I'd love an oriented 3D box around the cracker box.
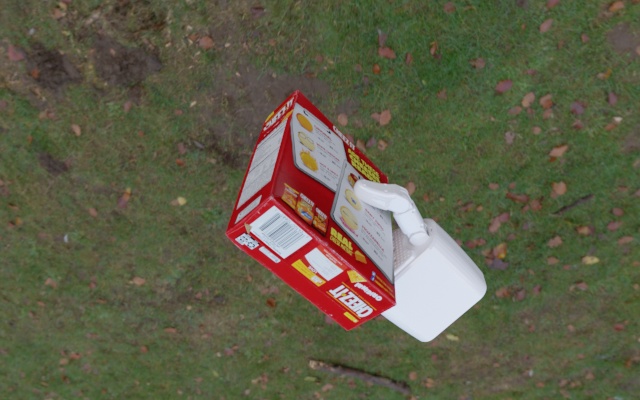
[{"bbox_3d":[0.000,0.002,0.504,0.072,0.164,0.213,-36,26,26],"label":"cracker box"}]
